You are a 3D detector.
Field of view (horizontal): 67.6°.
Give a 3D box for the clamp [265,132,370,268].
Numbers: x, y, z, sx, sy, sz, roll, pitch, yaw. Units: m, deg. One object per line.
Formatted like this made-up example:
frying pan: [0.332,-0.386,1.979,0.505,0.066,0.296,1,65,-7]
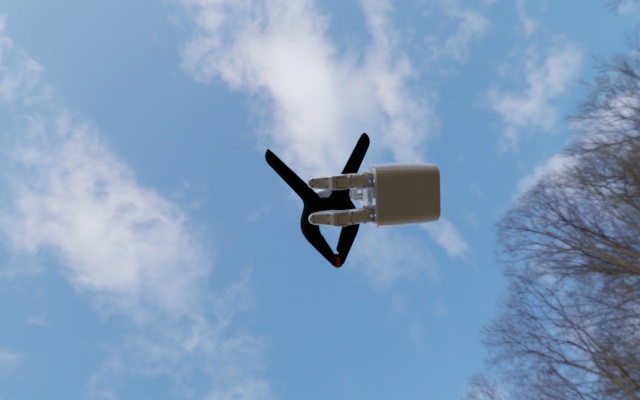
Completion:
clamp: [0.000,0.003,0.750,0.164,0.210,0.036,-3,7,-6]
